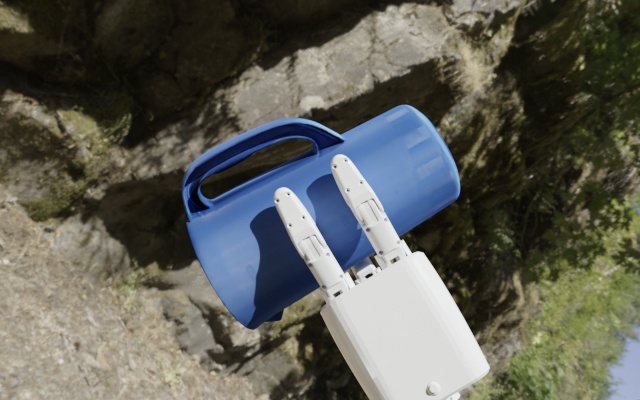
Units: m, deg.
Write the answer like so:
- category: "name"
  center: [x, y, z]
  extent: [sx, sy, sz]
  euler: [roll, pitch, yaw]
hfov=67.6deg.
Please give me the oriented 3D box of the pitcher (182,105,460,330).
- category: "pitcher"
  center: [0.000, 0.002, 0.459]
  extent: [0.243, 0.145, 0.149]
  euler: [-30, -20, -1]
